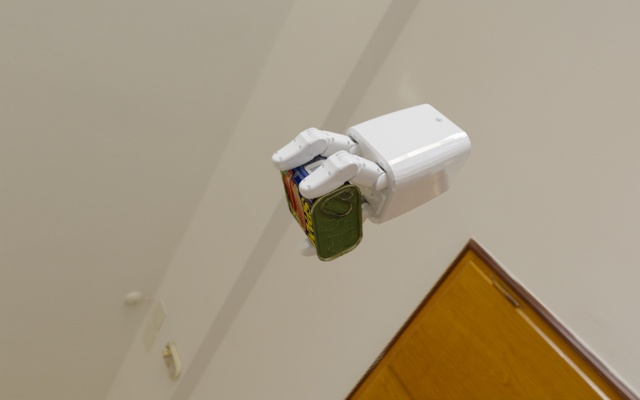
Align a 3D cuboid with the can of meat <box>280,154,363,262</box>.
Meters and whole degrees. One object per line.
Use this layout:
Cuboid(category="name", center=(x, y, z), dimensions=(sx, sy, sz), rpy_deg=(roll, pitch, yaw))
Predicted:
Cuboid(category="can of meat", center=(0.000, 0.002, 0.525), dimensions=(0.057, 0.102, 0.084), rpy_deg=(-24, 48, -15))
